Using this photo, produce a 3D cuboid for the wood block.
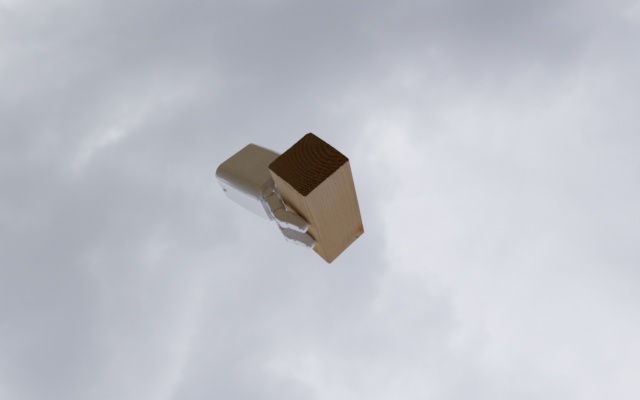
[{"bbox_3d":[0.000,0.002,0.778,0.090,0.091,0.206,38,-19,31],"label":"wood block"}]
